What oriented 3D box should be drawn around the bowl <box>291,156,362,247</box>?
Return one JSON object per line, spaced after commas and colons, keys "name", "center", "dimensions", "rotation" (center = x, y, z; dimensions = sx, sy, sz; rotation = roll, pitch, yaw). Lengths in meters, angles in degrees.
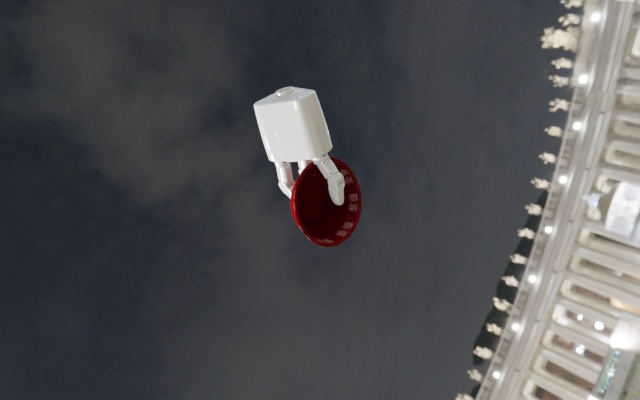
{"name": "bowl", "center": [0.000, 0.004, 0.869], "dimensions": [0.162, 0.162, 0.055], "rotation": [0, -2, -41]}
